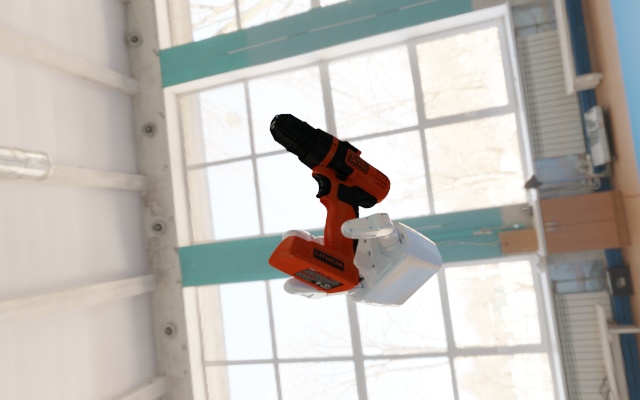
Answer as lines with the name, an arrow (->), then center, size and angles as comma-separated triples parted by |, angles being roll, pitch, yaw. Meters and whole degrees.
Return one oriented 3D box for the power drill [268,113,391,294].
power drill -> 0.000, 0.002, 0.574 | 0.184, 0.187, 0.057 | 30, -33, -23
